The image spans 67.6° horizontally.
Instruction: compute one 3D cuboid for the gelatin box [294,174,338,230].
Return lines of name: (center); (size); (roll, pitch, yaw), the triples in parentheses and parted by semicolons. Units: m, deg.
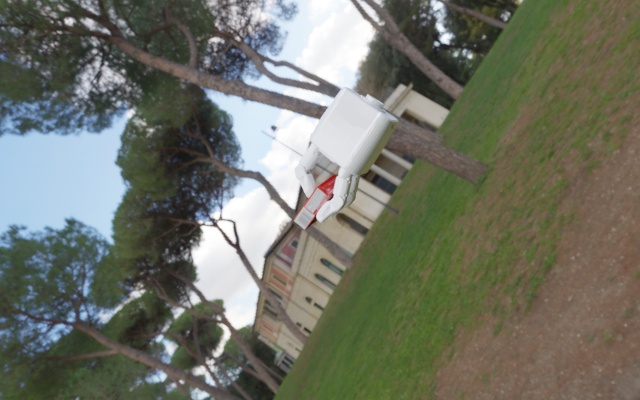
gelatin box: (0.000, 0.003, 0.841); (0.030, 0.089, 0.073); (40, 31, 8)
